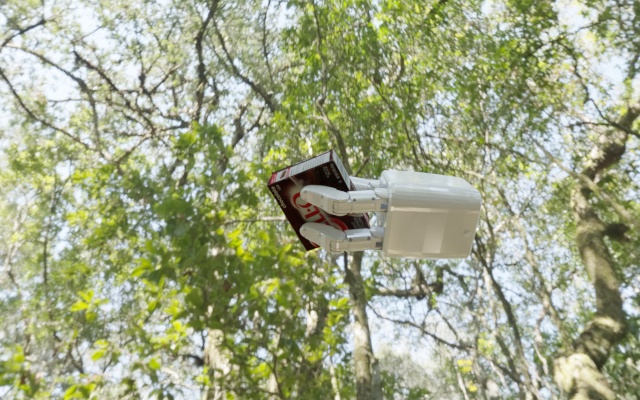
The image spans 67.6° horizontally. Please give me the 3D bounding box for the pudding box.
[{"bbox_3d":[0.000,0.002,0.595,0.090,0.113,0.039,-21,27,16],"label":"pudding box"}]
